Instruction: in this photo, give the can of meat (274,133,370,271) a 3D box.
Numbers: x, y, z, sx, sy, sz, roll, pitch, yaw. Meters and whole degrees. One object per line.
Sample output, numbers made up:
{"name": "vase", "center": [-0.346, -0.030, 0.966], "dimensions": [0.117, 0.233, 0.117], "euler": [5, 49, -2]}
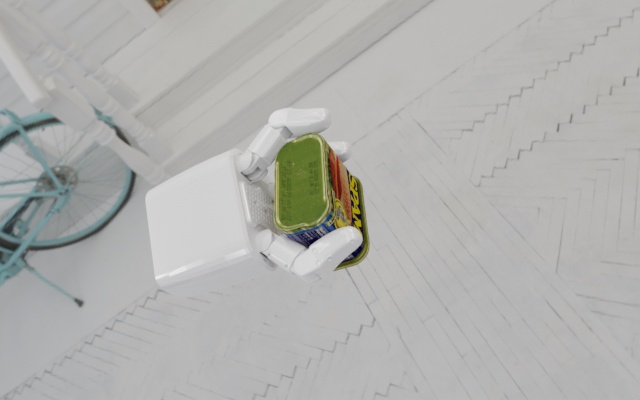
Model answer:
{"name": "can of meat", "center": [0.000, 0.001, 0.437], "dimensions": [0.057, 0.102, 0.084], "euler": [-18, -36, 20]}
